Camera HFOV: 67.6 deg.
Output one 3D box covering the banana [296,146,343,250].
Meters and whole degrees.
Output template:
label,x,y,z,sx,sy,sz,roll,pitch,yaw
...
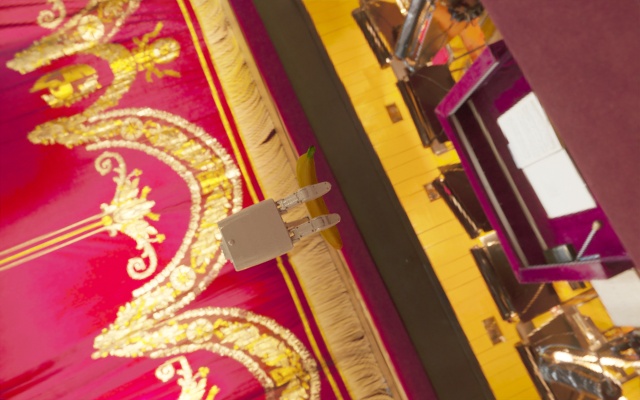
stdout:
label,x,y,z,sx,sy,sz,roll,pitch,yaw
banana,-0.008,-0.002,0.881,0.037,0.198,0.069,-22,13,-18
